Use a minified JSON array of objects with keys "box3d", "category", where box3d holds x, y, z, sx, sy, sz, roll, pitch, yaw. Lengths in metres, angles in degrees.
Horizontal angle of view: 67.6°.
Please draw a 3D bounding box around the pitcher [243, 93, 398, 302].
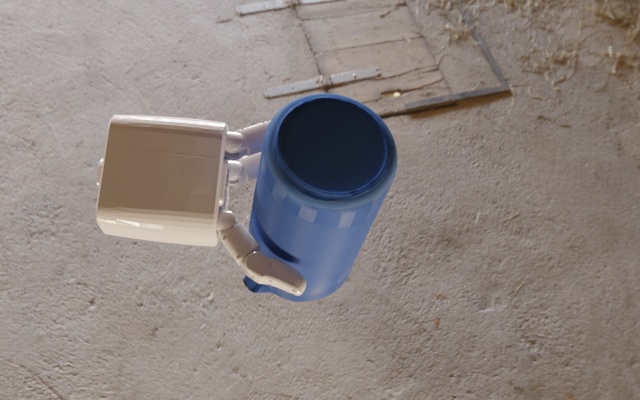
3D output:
[{"box3d":[0.000,0.002,0.478,0.145,0.149,0.243,7,-26,-6],"category":"pitcher"}]
